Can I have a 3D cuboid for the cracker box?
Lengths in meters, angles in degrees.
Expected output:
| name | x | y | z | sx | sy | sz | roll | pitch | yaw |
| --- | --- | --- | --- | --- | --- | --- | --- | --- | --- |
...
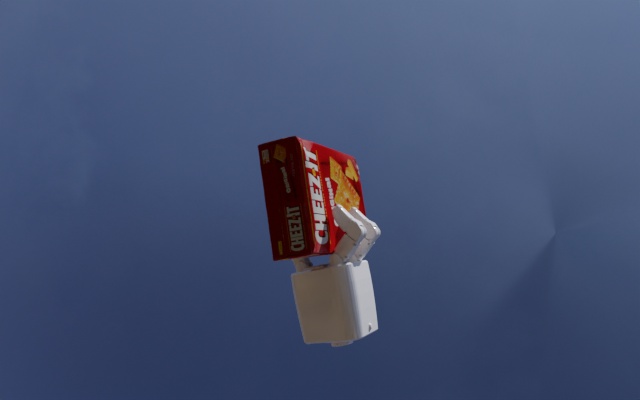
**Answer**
| name | x | y | z | sx | sy | sz | roll | pitch | yaw |
| --- | --- | --- | --- | --- | --- | --- | --- | --- | --- |
| cracker box | 0.000 | 0.002 | 0.731 | 0.072 | 0.164 | 0.214 | -13 | -9 | 25 |
